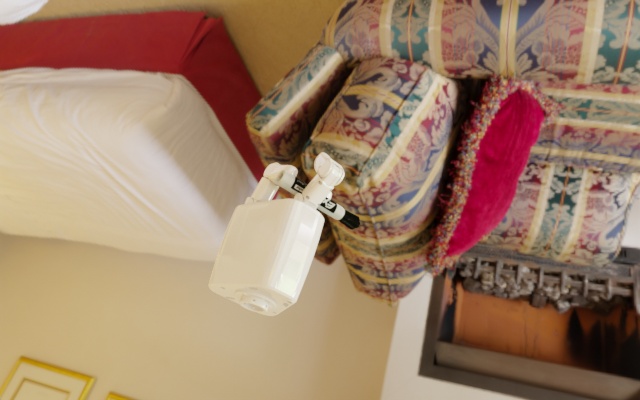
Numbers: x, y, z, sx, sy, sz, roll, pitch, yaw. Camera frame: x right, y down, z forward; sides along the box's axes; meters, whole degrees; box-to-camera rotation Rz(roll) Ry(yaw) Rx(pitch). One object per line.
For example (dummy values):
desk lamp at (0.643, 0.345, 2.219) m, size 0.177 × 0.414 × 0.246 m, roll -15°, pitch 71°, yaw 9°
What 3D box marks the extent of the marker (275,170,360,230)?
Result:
marker at (0.000, 0.002, 0.566) m, size 0.121 × 0.020 × 0.020 m, roll 32°, pitch -15°, yaw -25°
